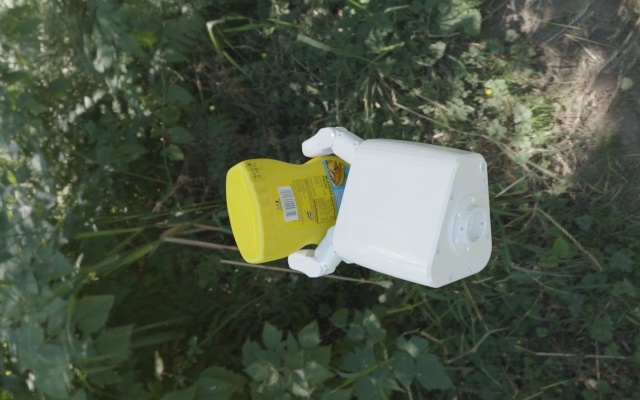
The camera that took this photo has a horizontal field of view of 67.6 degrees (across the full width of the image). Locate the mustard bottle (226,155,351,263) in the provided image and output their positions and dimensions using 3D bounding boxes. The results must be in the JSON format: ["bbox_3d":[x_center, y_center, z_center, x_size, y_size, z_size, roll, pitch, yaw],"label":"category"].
[{"bbox_3d":[0.000,0.002,0.500,0.191,0.096,0.058,-8,-8,-40],"label":"mustard bottle"}]
